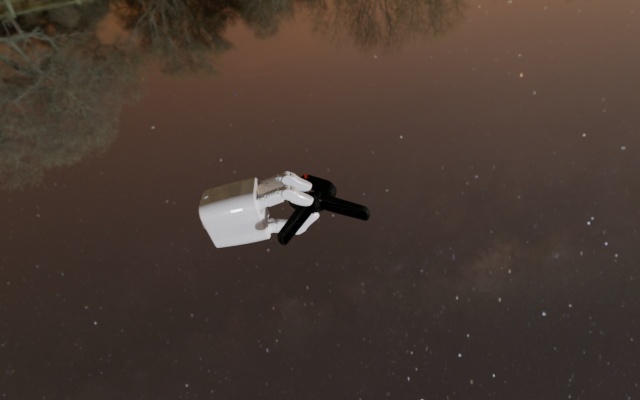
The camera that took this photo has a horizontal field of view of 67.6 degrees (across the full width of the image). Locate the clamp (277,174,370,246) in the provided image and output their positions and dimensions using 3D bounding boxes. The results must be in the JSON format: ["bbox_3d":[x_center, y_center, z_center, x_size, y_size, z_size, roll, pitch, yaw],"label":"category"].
[{"bbox_3d":[0.000,0.003,0.893,0.164,0.036,0.209,-12,29,3],"label":"clamp"}]
